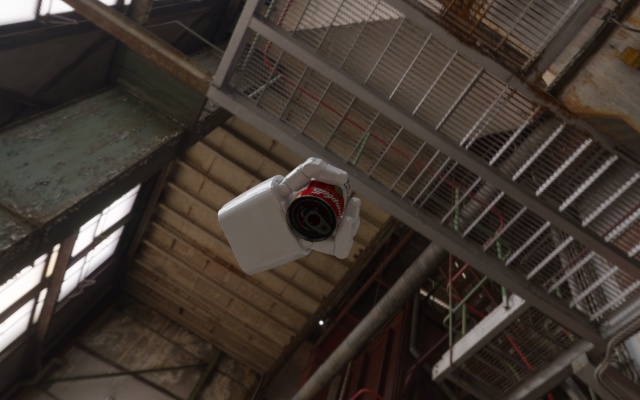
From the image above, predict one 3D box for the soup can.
[{"bbox_3d":[0.001,0.002,0.652,0.068,0.068,0.102,0,26,16],"label":"soup can"}]
